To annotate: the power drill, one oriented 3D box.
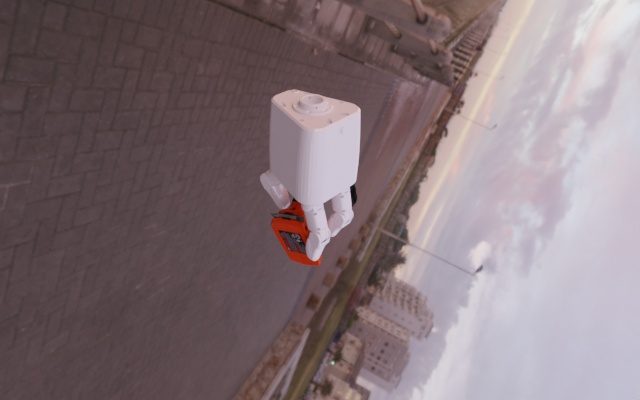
[{"bbox_3d":[0.000,0.003,0.733,0.057,0.187,0.185,5,-37,25],"label":"power drill"}]
